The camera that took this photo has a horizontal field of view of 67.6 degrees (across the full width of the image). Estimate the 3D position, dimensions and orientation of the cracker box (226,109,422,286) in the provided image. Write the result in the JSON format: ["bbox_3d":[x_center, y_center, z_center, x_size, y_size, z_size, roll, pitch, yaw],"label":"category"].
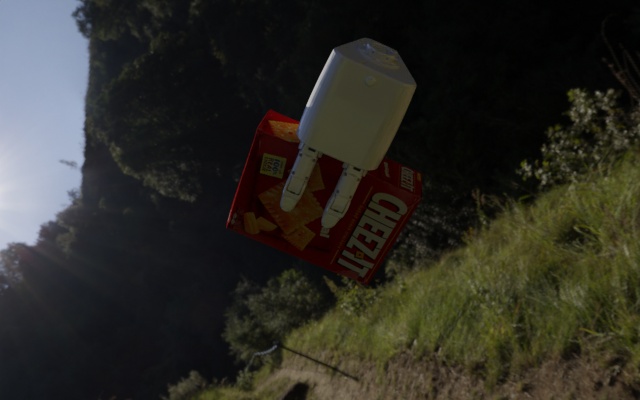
[{"bbox_3d":[0.000,0.002,0.624,0.214,0.164,0.072,23,34,-4],"label":"cracker box"}]
